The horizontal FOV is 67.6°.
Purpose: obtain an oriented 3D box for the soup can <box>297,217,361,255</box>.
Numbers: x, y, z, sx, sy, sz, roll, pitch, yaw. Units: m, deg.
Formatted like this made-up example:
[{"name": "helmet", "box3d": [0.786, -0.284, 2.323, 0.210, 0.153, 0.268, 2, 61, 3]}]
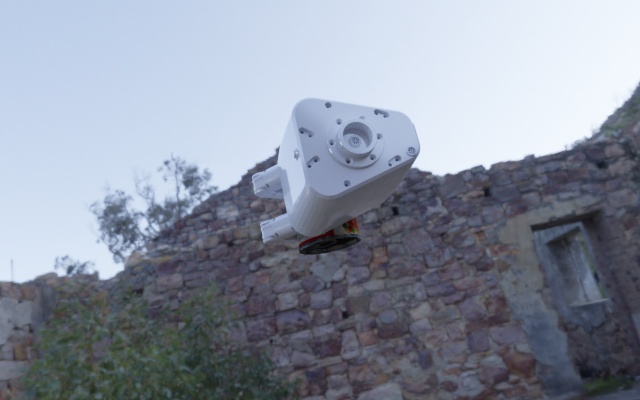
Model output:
[{"name": "soup can", "box3d": [0.000, 0.002, 0.525, 0.068, 0.102, 0.068, -11, -16, -3]}]
